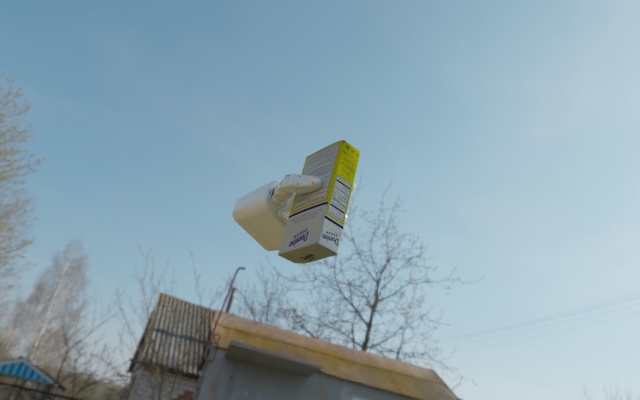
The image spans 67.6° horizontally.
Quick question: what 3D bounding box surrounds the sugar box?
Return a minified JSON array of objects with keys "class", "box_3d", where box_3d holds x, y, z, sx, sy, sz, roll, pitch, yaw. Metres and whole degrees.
[{"class":"sugar box","box_3d":[0.000,0.002,0.703,0.048,0.176,0.093,30,-31,-30]}]
